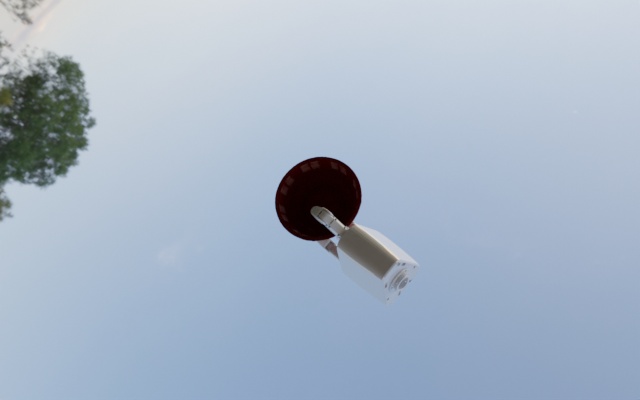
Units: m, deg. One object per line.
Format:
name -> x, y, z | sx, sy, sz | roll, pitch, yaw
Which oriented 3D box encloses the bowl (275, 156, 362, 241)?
bowl -> 0.000, 0.002, 0.883 | 0.162, 0.162, 0.055 | 0, -19, 14
